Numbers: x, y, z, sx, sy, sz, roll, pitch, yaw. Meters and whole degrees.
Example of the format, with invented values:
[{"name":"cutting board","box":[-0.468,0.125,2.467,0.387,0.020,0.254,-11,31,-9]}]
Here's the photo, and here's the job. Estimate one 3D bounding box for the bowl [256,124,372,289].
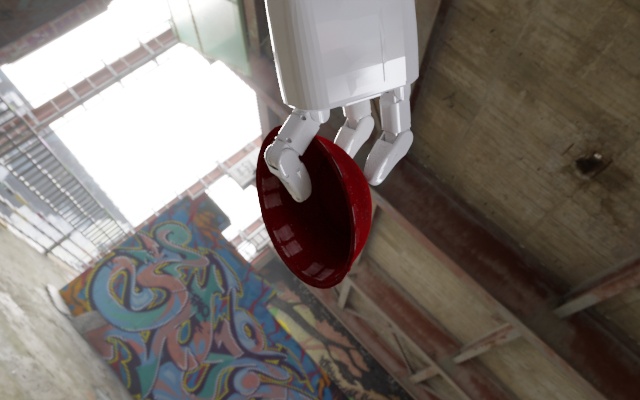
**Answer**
[{"name":"bowl","box":[0.000,0.002,0.470,0.055,0.162,0.162,-17,10,-34]}]
